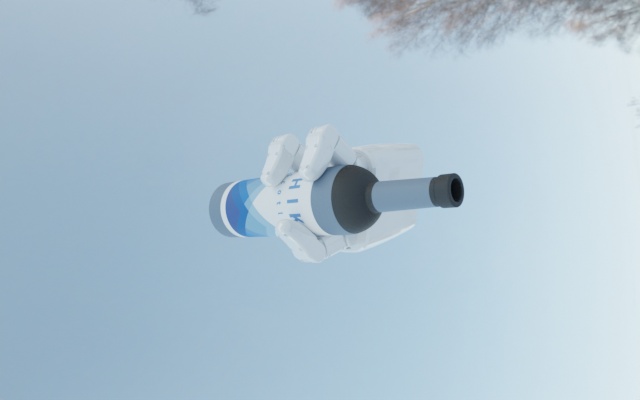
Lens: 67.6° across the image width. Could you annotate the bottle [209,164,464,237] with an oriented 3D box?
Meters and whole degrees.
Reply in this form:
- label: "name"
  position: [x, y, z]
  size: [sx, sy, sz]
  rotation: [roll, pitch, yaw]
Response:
- label: "bottle"
  position: [0.000, 0.002, 0.475]
  size: [0.296, 0.069, 0.069]
  rotation: [-5, -4, 43]
